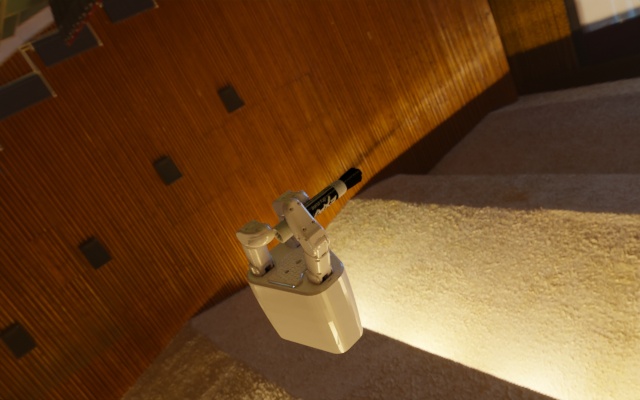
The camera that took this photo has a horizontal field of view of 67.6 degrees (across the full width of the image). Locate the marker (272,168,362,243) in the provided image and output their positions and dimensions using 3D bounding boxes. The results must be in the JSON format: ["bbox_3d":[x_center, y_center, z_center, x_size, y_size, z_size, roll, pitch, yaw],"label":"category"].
[{"bbox_3d":[0.000,0.002,0.500,0.121,0.020,0.020,-38,19,-26],"label":"marker"}]
